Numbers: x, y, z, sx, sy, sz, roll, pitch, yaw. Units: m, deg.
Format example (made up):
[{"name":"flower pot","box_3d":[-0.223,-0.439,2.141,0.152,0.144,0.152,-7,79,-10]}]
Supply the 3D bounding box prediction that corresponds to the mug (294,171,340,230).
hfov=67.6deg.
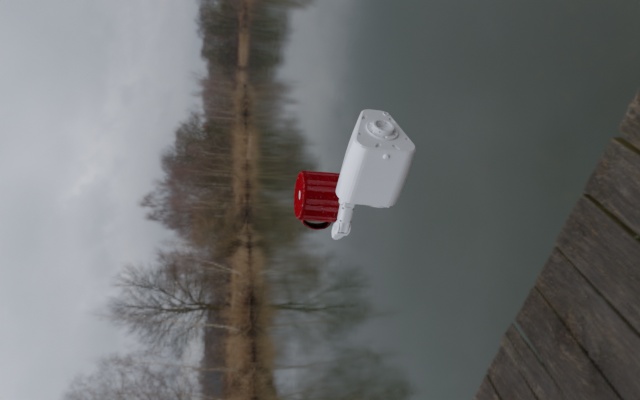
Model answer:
[{"name":"mug","box_3d":[0.000,0.004,0.802,0.081,0.117,0.093,4,42,-14]}]
